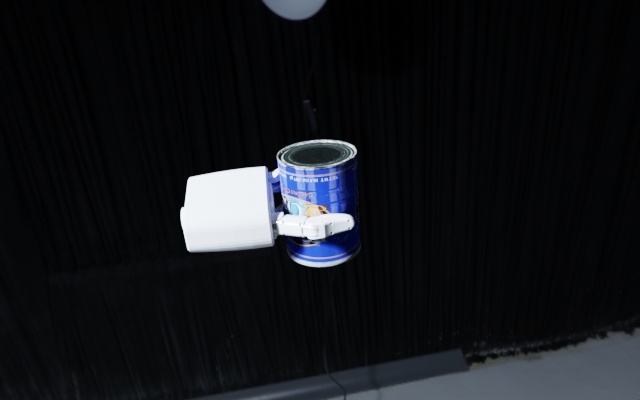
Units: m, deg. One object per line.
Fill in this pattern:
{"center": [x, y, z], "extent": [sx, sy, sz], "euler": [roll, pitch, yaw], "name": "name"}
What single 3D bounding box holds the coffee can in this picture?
{"center": [0.000, 0.002, 0.635], "extent": [0.103, 0.140, 0.102], "euler": [-4, 25, 2], "name": "coffee can"}
